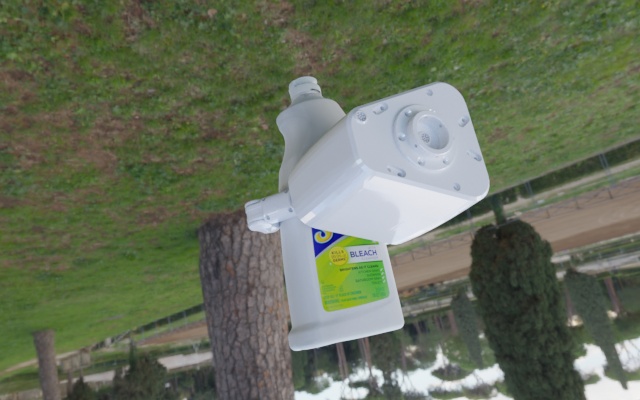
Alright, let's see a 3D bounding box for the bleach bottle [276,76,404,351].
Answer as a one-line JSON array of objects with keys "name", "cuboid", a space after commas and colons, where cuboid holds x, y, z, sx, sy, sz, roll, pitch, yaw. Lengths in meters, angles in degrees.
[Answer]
[{"name": "bleach bottle", "cuboid": [0.000, 0.002, 0.444, 0.102, 0.250, 0.068, -5, -17, -25]}]
